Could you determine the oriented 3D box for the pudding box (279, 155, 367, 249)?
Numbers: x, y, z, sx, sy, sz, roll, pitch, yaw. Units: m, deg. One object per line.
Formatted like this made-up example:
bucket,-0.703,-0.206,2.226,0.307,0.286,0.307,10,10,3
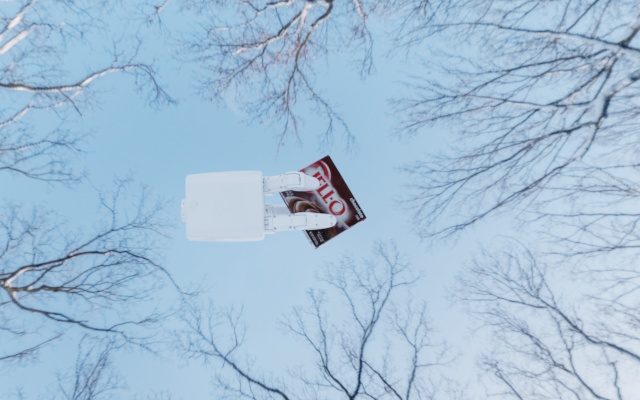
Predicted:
pudding box,0.000,0.002,0.705,0.090,0.113,0.039,-30,-2,-13
